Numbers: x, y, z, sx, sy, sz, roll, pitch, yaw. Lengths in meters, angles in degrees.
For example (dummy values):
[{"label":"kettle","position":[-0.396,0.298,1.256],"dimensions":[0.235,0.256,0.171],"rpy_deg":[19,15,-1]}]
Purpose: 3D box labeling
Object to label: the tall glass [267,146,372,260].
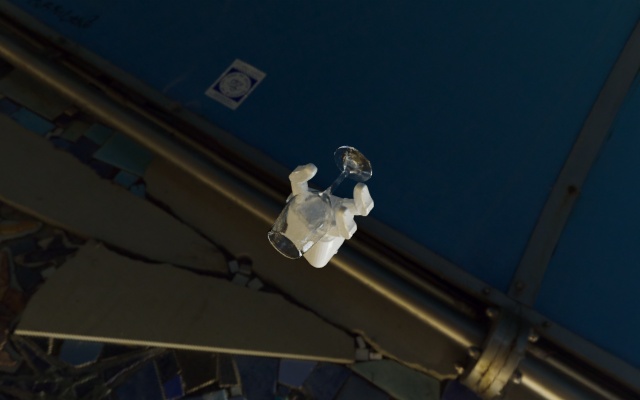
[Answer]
[{"label":"tall glass","position":[0.000,0.002,0.762],"dimensions":[0.079,0.079,0.201],"rpy_deg":[0,40,47]}]
